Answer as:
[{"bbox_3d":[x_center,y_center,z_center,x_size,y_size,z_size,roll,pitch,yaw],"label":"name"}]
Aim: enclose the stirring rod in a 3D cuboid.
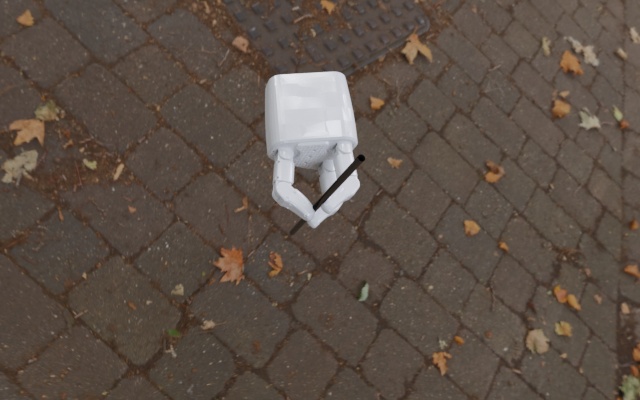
[{"bbox_3d":[0.000,0.002,0.576,0.011,0.011,0.240,0,-21,-21],"label":"stirring rod"}]
